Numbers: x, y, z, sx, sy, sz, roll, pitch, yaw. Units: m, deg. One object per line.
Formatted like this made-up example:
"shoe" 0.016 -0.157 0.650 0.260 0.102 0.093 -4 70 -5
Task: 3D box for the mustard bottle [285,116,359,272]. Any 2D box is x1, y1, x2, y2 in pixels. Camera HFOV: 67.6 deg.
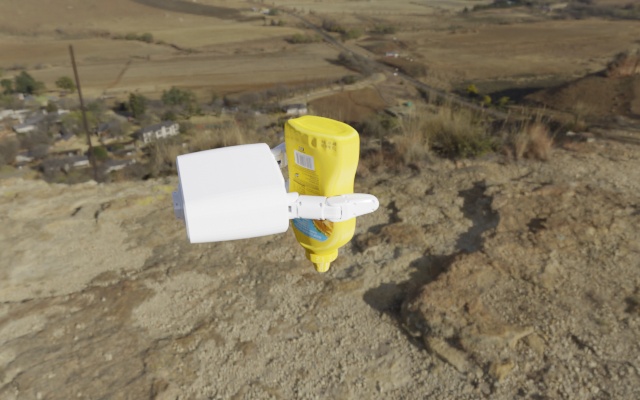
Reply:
"mustard bottle" 0.000 0.002 0.571 0.058 0.192 0.096 -23 34 -38
